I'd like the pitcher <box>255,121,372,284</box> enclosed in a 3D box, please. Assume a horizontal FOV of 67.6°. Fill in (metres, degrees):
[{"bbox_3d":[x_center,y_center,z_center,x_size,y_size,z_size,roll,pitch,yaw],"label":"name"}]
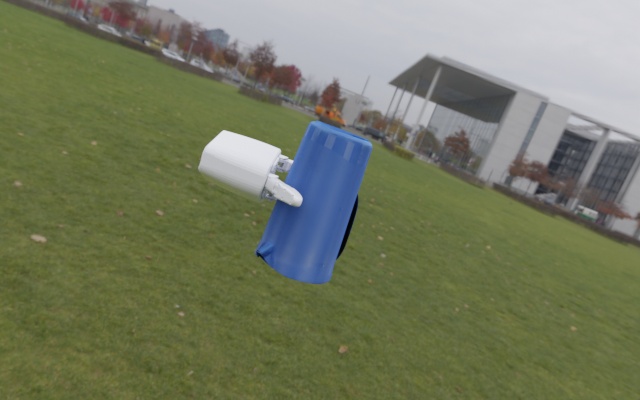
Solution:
[{"bbox_3d":[0.000,0.003,0.781,0.145,0.243,0.149,20,10,-3],"label":"pitcher"}]
